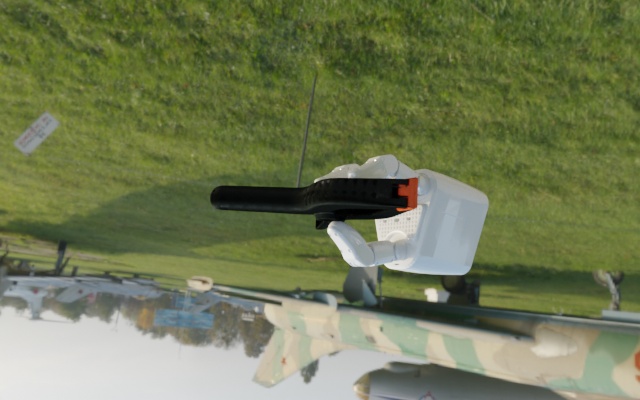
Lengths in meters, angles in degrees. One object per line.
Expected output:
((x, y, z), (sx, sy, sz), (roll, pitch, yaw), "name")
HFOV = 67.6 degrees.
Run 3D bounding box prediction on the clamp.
((0.001, 0.002, 0.474), (0.164, 0.036, 0.210), (11, -13, -36), "clamp")
